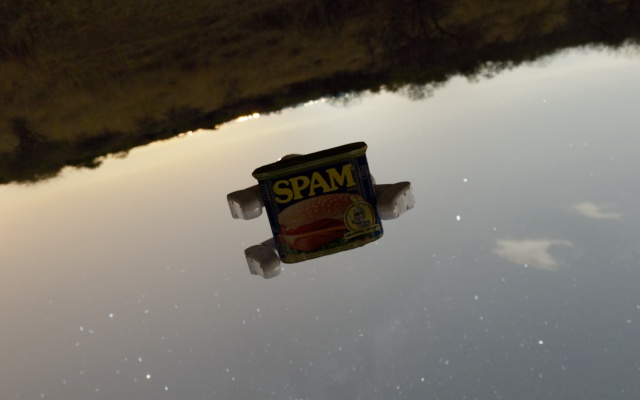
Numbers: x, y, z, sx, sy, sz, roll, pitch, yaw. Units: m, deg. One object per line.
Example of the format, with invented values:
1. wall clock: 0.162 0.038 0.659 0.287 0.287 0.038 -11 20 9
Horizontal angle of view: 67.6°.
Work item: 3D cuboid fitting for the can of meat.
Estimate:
1. can of meat: 0.000 0.002 0.424 0.102 0.084 0.057 -14 13 2
